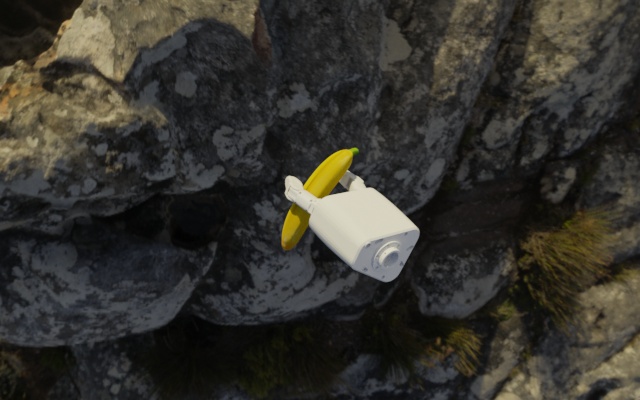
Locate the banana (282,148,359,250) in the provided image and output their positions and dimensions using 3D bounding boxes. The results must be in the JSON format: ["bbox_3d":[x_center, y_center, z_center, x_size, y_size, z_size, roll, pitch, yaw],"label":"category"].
[{"bbox_3d":[-0.005,-0.005,0.732,0.037,0.198,0.070,38,2,29],"label":"banana"}]
